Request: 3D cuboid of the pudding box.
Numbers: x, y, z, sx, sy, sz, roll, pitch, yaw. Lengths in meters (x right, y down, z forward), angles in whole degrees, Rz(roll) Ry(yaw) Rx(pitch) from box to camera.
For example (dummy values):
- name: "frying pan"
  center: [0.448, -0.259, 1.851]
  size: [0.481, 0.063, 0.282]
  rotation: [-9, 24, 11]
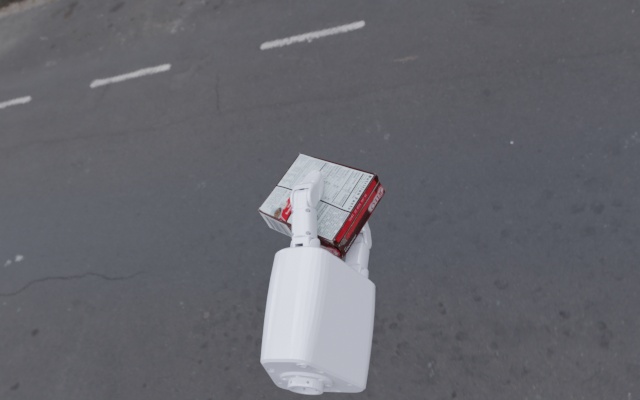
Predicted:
- name: "pudding box"
  center: [0.000, 0.002, 0.518]
  size: [0.113, 0.090, 0.039]
  rotation: [21, -24, 35]
